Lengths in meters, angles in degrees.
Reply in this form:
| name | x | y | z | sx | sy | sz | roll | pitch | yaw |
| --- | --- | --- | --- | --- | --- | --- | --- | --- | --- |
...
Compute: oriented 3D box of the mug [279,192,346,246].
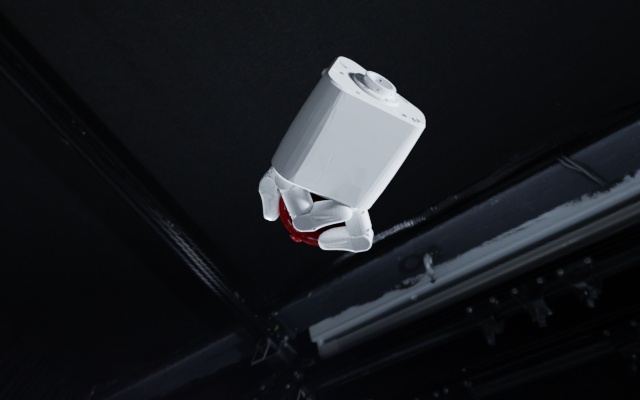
| name | x | y | z | sx | sy | sz | roll | pitch | yaw |
| --- | --- | --- | --- | --- | --- | --- | --- | --- | --- |
| mug | -0.001 | 0.003 | 0.573 | 0.093 | 0.117 | 0.081 | 31 | 31 | -6 |
